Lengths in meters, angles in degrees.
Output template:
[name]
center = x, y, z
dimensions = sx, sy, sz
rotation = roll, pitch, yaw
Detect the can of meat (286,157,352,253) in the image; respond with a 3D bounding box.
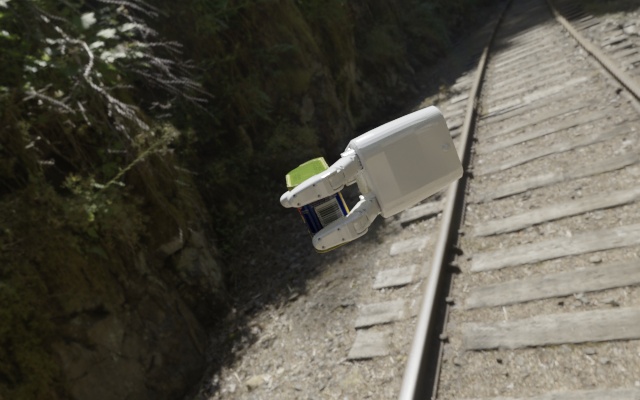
[can of meat]
center = 0.000, 0.002, 0.566
dimensions = 0.057, 0.084, 0.102
rotation = -25, 16, 0
